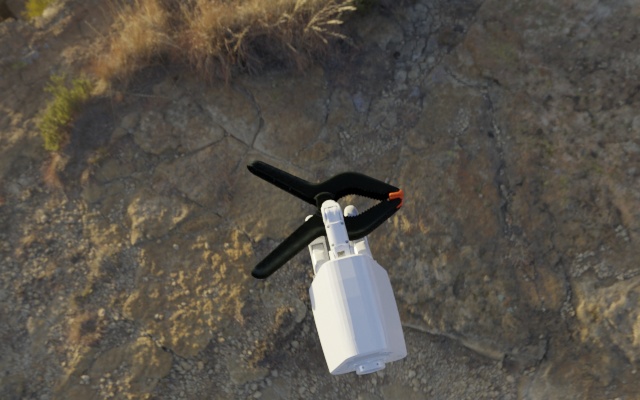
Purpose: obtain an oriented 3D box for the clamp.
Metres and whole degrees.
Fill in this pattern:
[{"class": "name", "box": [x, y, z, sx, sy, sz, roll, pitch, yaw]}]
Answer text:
[{"class": "clamp", "box": [0.001, 0.002, 0.623, 0.210, 0.164, 0.036, -14, -23, 0]}]
